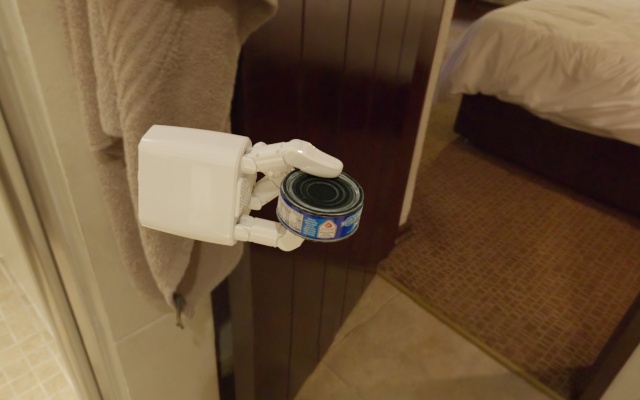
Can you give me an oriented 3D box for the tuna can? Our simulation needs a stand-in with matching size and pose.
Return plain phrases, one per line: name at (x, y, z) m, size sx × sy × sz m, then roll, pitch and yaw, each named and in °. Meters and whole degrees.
tuna can at (0.000, 0.001, 0.479) m, size 0.086 × 0.034 × 0.086 m, roll 7°, pitch 36°, yaw -5°
